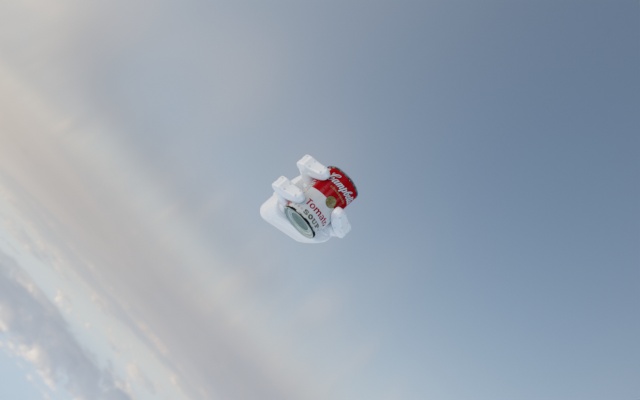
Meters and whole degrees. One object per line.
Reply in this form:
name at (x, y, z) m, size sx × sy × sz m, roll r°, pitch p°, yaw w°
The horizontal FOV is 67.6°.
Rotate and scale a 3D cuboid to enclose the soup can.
soup can at (0.000, 0.003, 0.748) m, size 0.102 × 0.068 × 0.068 m, roll -43°, pitch 18°, yaw -21°
